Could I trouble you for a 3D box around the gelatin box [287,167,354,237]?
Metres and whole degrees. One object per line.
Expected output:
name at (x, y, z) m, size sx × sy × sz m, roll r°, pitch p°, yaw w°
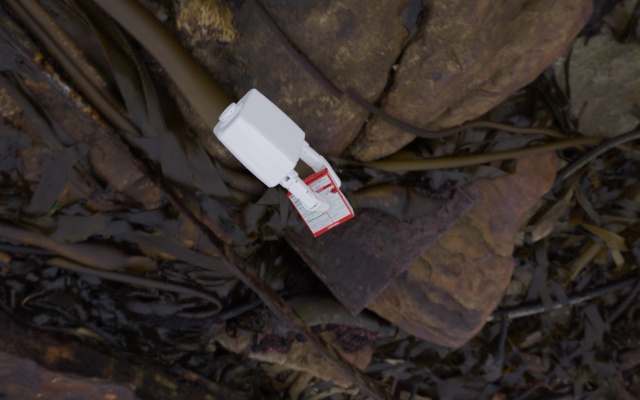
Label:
gelatin box at (0.000, 0.003, 0.756) m, size 0.073 × 0.089 × 0.030 m, roll -29°, pitch 22°, yaw 10°
